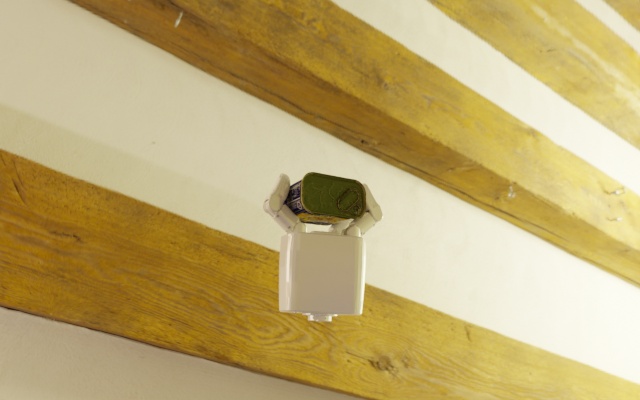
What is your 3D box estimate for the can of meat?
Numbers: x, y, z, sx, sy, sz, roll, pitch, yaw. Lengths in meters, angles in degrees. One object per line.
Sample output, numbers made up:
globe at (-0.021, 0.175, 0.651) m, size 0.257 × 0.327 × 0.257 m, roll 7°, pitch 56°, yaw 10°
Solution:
can of meat at (0.000, 0.002, 0.683) m, size 0.102 × 0.057 × 0.084 m, roll 8°, pitch -16°, yaw -28°
